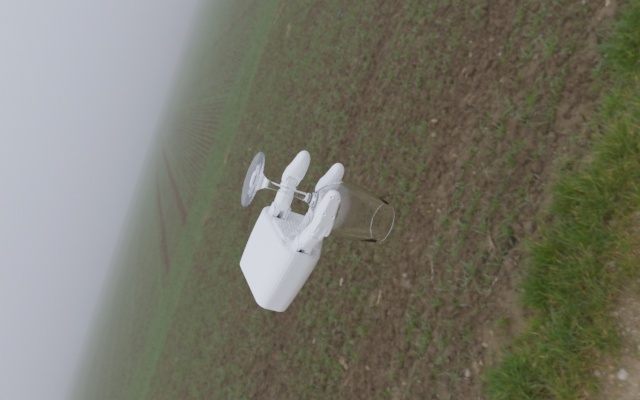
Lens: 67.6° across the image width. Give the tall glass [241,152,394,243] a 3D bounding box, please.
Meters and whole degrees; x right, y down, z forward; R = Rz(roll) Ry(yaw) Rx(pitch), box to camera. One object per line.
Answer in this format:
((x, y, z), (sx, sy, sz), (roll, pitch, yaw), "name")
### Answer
((0.000, 0.002, 0.646), (0.201, 0.079, 0.079), (18, -7, -21), "tall glass")
